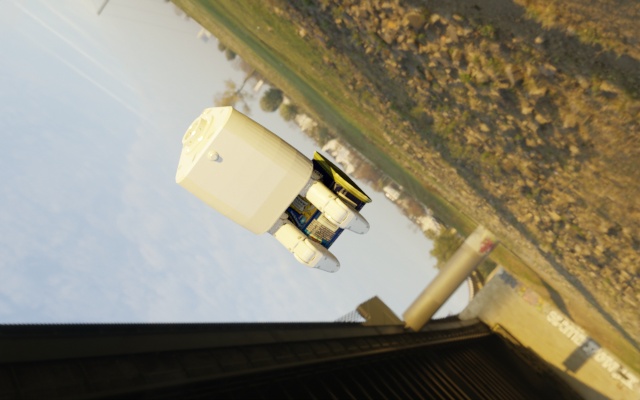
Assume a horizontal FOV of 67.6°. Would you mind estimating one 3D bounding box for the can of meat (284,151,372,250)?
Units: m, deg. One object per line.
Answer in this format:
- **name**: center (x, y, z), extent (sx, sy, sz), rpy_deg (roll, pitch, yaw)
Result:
- **can of meat**: center (0.000, 0.002, 0.558), extent (0.057, 0.084, 0.102), rpy_deg (34, 9, -32)
